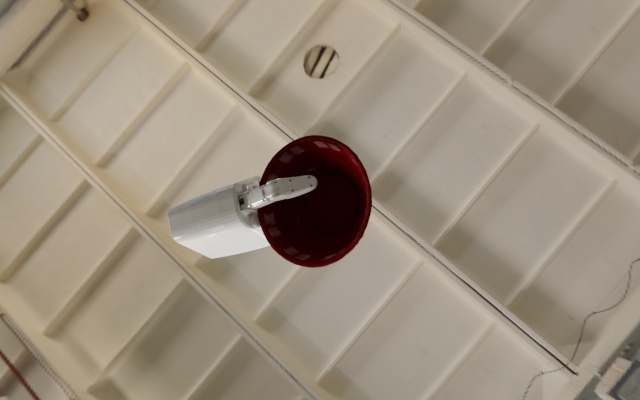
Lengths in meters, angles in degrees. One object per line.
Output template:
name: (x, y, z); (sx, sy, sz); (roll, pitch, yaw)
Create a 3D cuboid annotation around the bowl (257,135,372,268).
bowl: (0.001, 0.002, 0.602); (0.162, 0.162, 0.055); (0, -3, 30)
